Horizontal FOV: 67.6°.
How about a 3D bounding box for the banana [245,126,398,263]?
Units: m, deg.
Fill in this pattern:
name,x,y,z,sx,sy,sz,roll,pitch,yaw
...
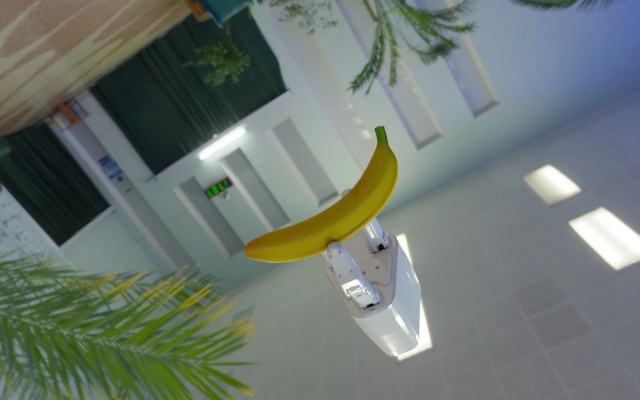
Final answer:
name,x,y,z,sx,sy,sz,roll,pitch,yaw
banana,0.014,0.011,0.493,0.069,0.198,0.037,47,-4,31
